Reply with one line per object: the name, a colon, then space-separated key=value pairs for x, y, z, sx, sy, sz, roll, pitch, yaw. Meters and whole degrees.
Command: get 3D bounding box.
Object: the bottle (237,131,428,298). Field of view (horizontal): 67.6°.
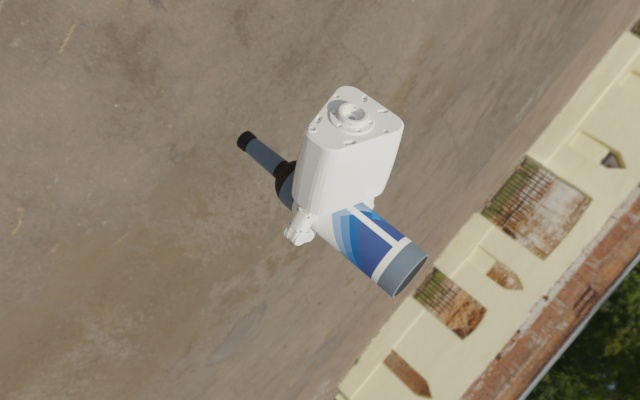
bottle: x=0.000 y=0.002 z=0.614 sx=0.295 sy=0.069 sz=0.069 roll=39 pitch=16 yaw=20
